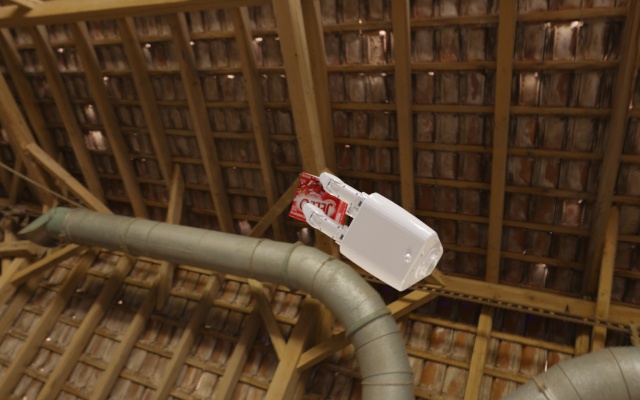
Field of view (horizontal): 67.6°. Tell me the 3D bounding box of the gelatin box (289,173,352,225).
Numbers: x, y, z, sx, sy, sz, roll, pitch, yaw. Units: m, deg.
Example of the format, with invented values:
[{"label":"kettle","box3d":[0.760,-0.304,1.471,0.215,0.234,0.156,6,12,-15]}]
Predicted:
[{"label":"gelatin box","box3d":[0.000,0.002,0.751,0.089,0.073,0.030,19,3,36]}]
